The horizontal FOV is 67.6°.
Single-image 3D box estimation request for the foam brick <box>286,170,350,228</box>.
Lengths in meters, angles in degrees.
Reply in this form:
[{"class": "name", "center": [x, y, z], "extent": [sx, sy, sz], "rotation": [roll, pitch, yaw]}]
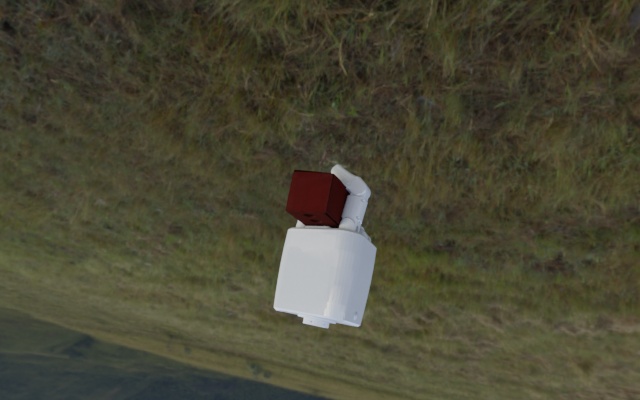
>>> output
[{"class": "foam brick", "center": [0.000, 0.002, 0.581], "extent": [0.053, 0.051, 0.078], "rotation": [6, -16, 23]}]
